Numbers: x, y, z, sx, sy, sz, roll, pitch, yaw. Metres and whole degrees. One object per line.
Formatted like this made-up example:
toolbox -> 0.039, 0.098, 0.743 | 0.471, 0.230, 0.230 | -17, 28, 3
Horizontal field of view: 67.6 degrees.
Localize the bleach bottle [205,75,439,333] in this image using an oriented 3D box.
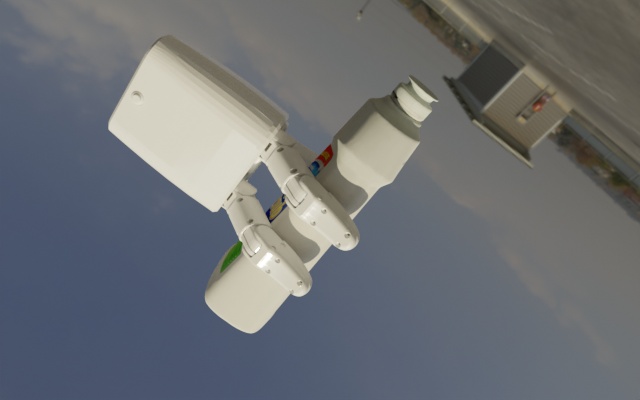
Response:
bleach bottle -> 0.000, 0.001, 0.401 | 0.068, 0.251, 0.102 | 37, 25, -9
